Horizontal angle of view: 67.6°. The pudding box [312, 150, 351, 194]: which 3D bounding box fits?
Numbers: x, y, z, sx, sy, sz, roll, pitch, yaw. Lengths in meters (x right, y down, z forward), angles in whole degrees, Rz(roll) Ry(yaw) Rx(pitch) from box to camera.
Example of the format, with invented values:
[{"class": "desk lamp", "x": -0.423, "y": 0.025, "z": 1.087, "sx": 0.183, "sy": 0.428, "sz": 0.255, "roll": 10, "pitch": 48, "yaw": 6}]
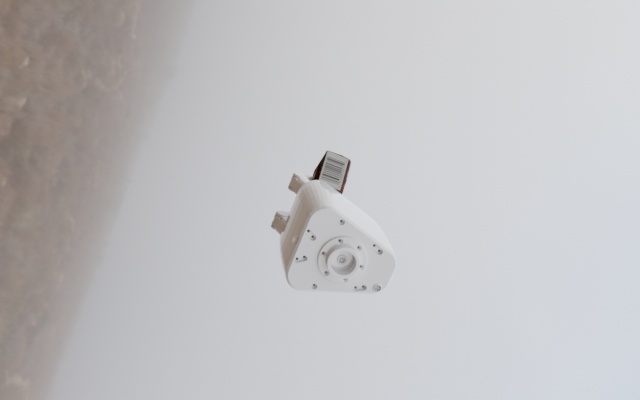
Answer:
[{"class": "pudding box", "x": 0.000, "y": 0.002, "z": 0.635, "sx": 0.039, "sy": 0.113, "sz": 0.090, "roll": 21, "pitch": -17, "yaw": -7}]
